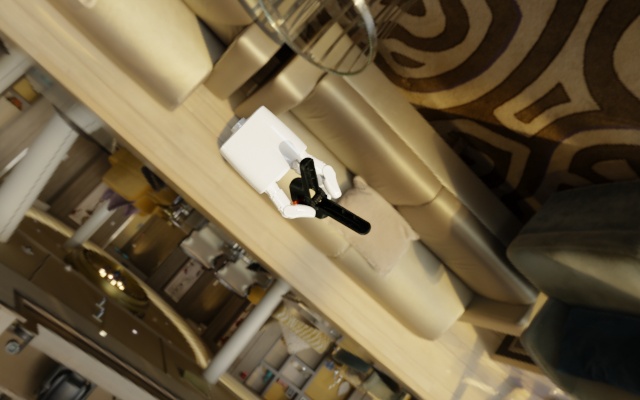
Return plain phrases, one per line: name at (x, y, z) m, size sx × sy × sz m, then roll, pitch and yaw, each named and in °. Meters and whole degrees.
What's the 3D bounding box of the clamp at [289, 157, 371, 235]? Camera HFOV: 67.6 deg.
clamp at (-0.001, 0.003, 0.852) m, size 0.036 × 0.164 × 0.210 m, roll -46°, pitch 8°, yaw -16°
